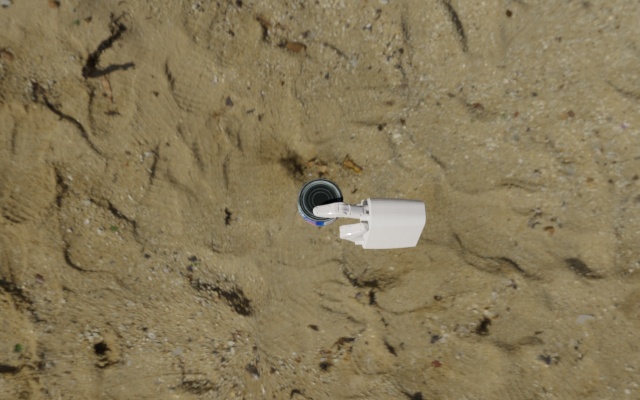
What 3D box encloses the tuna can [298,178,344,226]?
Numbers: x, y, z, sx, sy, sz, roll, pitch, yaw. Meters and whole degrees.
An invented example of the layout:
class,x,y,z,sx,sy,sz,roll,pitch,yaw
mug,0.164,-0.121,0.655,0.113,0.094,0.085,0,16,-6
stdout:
class,x,y,z,sx,sy,sz,roll,pitch,yaw
tuna can,0.000,0.003,0.892,0.086,0.086,0.034,0,-17,-2
